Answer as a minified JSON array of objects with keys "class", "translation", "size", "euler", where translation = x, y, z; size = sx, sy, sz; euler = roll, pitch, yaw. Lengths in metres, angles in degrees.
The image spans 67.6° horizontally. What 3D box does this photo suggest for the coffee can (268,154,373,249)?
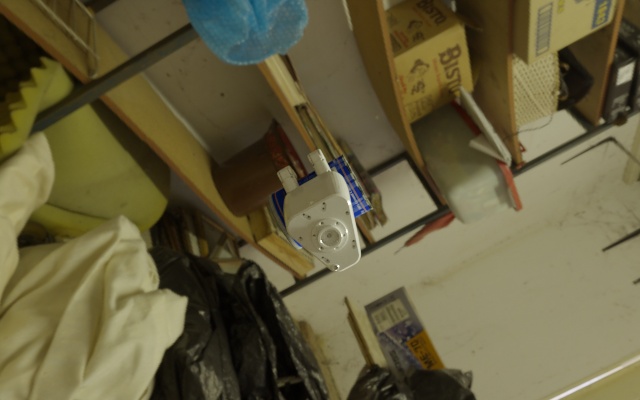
[{"class":"coffee can","translation":[0.000,0.003,0.783],"size":[0.140,0.103,0.103],"euler":[-29,-3,6]}]
